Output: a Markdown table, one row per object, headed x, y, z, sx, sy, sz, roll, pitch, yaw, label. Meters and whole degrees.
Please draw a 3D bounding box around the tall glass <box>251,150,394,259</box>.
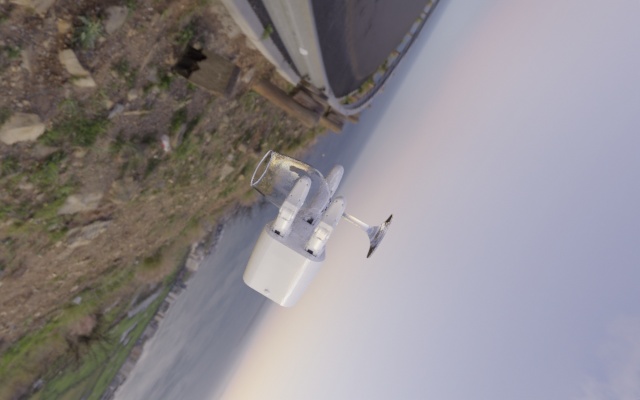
| x | y | z | sx | sy | sz | roll | pitch | yaw | label |
| --- | --- | --- | --- | --- | --- | --- | --- | --- | --- |
| 0.001 | 0.002 | 0.691 | 0.201 | 0.079 | 0.079 | 30 | 1 | 2 | tall glass |
